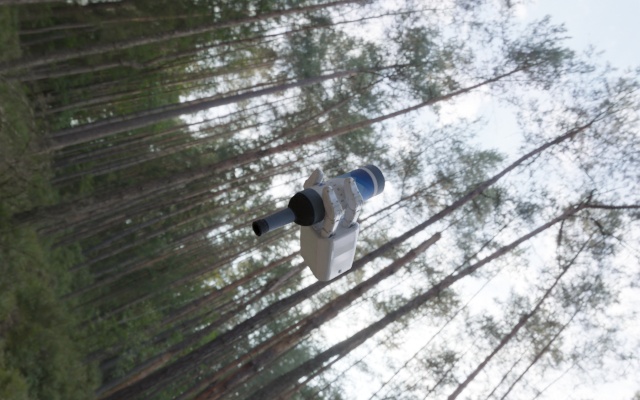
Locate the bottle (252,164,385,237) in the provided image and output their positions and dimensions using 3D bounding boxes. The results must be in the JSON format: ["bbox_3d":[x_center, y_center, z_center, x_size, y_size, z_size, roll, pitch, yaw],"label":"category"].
[{"bbox_3d":[0.000,0.003,0.897,0.295,0.069,0.069,-23,14,-37],"label":"bottle"}]
